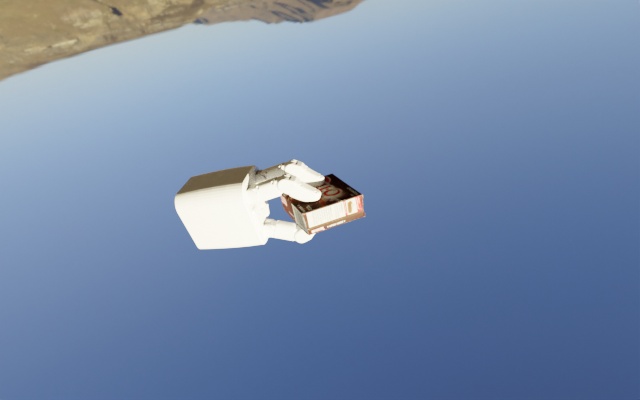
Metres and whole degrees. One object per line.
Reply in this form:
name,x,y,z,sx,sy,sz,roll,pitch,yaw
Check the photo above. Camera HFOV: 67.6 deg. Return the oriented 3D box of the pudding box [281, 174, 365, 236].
pudding box,0.000,0.002,0.688,0.090,0.039,0.113,-19,26,-15
